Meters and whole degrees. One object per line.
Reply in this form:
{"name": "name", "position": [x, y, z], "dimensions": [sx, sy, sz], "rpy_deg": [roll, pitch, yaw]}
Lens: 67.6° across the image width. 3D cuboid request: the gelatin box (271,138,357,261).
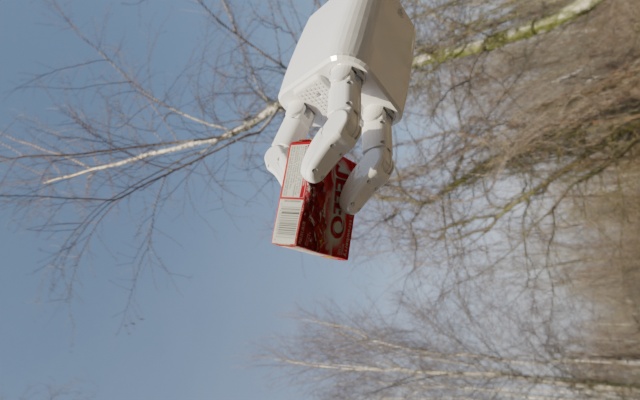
{"name": "gelatin box", "position": [0.000, 0.002, 0.407], "dimensions": [0.030, 0.089, 0.073], "rpy_deg": [2, -13, 38]}
